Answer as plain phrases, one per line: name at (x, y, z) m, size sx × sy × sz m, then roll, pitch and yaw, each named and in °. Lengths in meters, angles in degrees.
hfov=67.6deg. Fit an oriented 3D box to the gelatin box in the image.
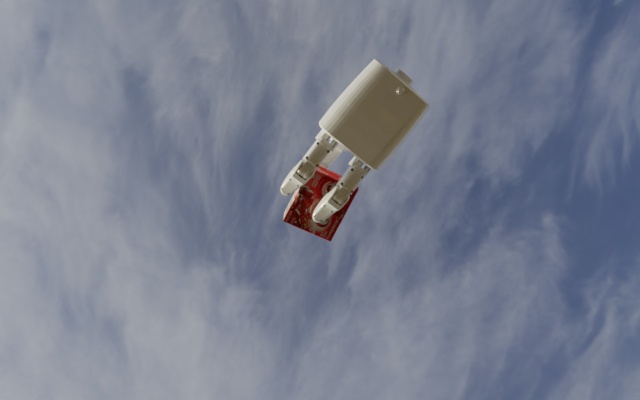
gelatin box at (0.000, 0.002, 0.647) m, size 0.073 × 0.089 × 0.030 m, roll 24°, pitch 23°, yaw -10°
